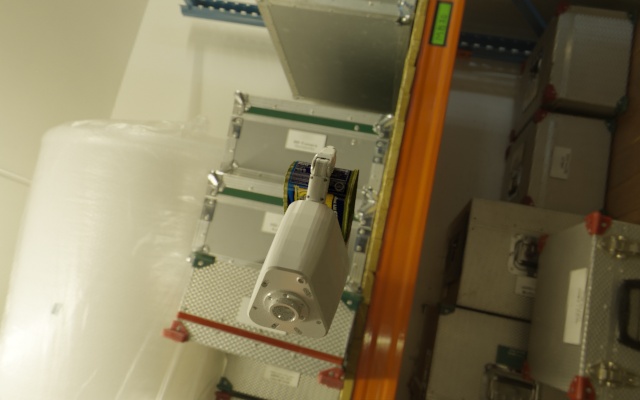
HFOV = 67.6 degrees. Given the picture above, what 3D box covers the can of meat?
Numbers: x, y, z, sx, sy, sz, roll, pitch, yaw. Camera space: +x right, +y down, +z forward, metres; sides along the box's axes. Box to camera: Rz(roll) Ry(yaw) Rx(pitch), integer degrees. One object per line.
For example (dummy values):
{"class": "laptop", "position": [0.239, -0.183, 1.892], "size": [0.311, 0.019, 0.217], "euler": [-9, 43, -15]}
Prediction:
{"class": "can of meat", "position": [0.000, 0.002, 0.606], "size": [0.084, 0.102, 0.057], "euler": [11, 43, 8]}
